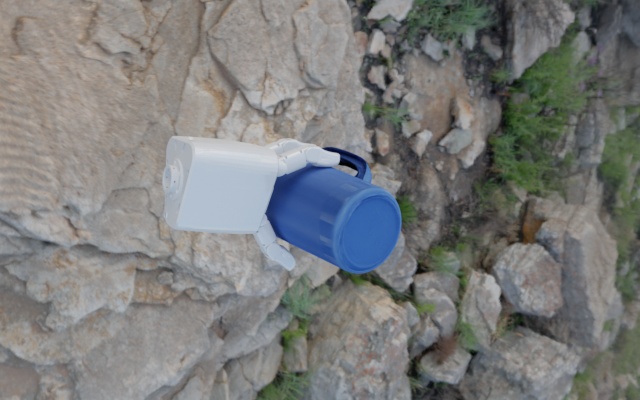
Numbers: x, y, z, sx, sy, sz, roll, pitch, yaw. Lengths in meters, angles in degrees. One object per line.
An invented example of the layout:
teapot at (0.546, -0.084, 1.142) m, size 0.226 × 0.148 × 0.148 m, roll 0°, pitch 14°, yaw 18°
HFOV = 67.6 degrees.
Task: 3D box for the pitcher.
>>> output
pitcher at (0.000, 0.002, 0.657) m, size 0.145 × 0.149 × 0.242 m, roll 6°, pitch 10°, yaw -36°
